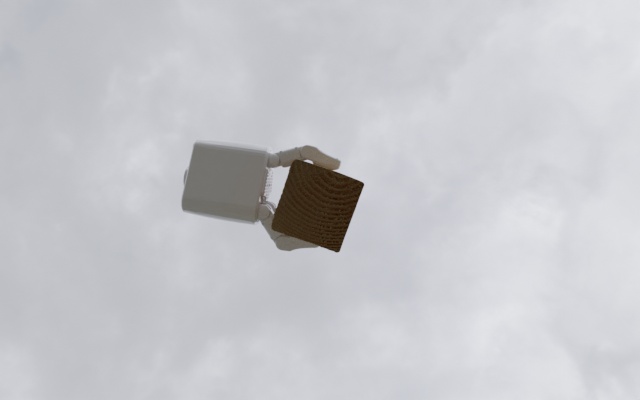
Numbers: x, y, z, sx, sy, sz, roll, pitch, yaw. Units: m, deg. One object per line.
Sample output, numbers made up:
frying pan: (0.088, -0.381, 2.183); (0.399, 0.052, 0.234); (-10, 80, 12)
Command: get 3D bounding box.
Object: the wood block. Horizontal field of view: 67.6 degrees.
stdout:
wood block: (0.000, 0.002, 0.658); (0.090, 0.091, 0.206); (19, 3, 1)
